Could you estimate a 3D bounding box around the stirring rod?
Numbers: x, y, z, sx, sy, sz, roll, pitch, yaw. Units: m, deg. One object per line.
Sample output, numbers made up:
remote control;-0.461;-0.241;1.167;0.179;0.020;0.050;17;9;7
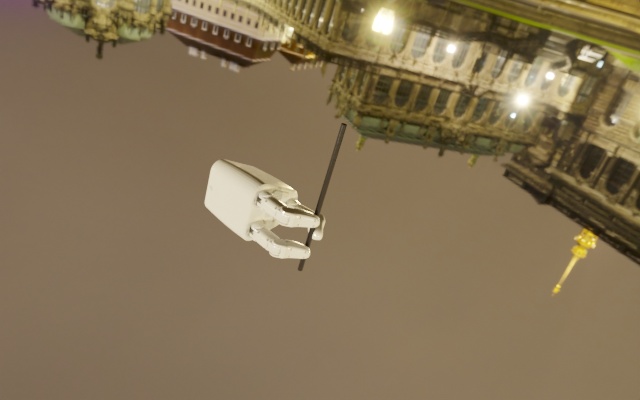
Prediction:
stirring rod;0.000;0.002;0.693;0.011;0.240;0.011;14;24;-6
